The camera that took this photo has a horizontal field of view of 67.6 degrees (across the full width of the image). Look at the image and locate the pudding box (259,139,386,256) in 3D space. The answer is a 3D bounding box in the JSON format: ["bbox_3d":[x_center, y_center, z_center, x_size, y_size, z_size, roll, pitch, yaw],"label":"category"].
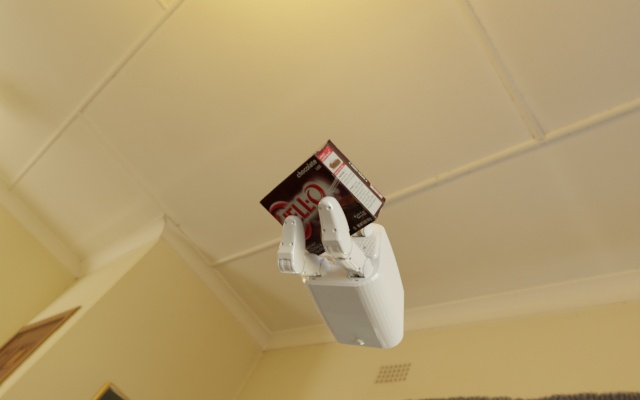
[{"bbox_3d":[0.000,0.002,0.506,0.113,0.090,0.039,-38,11,43],"label":"pudding box"}]
